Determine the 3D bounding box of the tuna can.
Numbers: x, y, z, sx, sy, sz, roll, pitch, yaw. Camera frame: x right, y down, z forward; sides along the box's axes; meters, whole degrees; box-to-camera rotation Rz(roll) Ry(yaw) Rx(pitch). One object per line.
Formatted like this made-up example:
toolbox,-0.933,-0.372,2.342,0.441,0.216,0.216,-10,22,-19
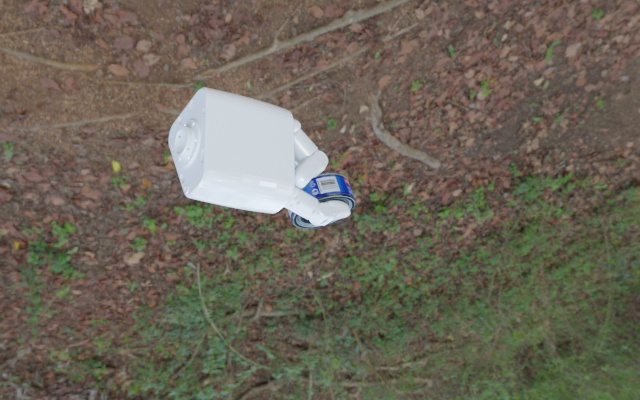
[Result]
tuna can,0.000,0.002,0.605,0.086,0.033,0.086,-15,-26,-7
